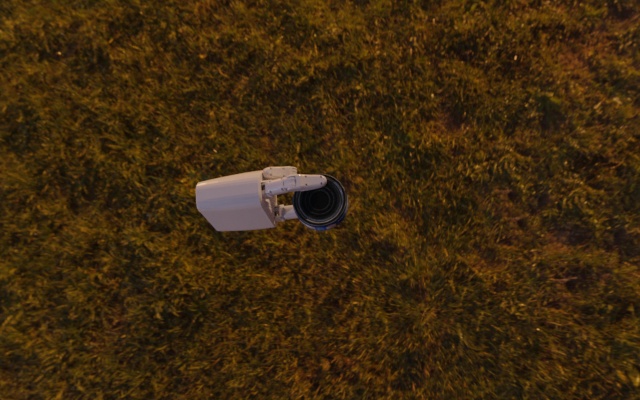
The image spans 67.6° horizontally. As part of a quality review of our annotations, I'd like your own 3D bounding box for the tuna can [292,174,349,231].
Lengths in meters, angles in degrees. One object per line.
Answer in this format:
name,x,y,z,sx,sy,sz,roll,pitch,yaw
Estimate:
tuna can,0.000,0.002,0.739,0.086,0.086,0.034,0,-13,6
